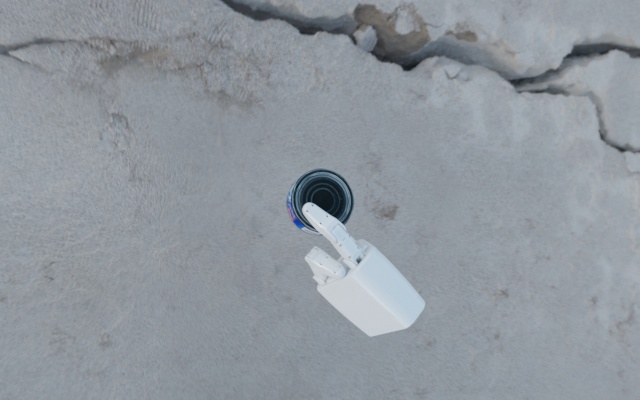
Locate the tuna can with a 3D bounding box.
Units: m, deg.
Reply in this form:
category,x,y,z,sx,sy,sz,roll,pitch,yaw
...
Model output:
category,x,y,z,sx,sy,sz,roll,pitch,yaw
tuna can,0.000,0.002,0.627,0.086,0.086,0.034,0,-9,-14
